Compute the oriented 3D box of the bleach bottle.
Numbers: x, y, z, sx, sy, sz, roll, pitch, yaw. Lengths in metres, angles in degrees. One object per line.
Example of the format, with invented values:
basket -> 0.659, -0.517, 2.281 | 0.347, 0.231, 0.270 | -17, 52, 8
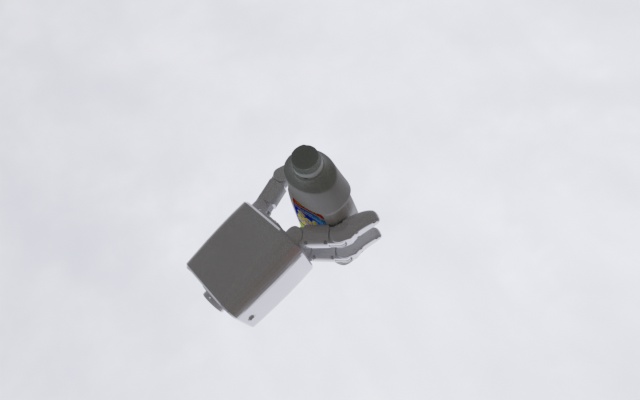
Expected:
bleach bottle -> 0.000, 0.002, 0.585 | 0.102, 0.068, 0.251 | 39, -12, 23
